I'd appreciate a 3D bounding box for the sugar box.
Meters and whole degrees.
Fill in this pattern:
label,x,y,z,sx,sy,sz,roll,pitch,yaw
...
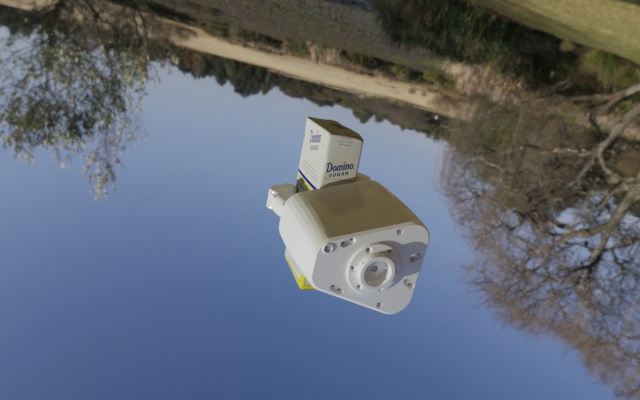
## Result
label,x,y,z,sx,sy,sz,roll,pitch,yaw
sugar box,0.001,0.002,0.541,0.048,0.176,0.093,7,18,-19
